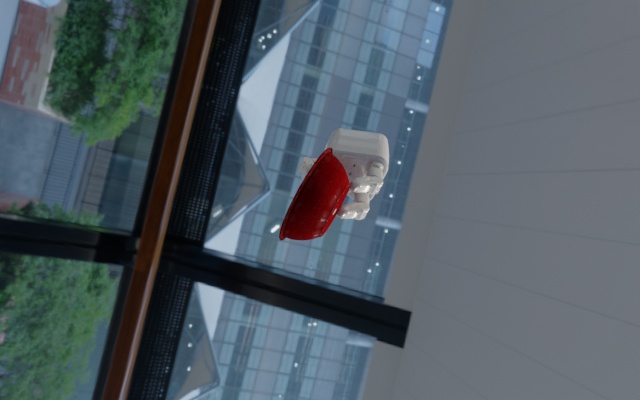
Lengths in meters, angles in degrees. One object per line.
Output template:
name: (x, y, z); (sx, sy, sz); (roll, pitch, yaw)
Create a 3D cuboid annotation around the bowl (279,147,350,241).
bowl: (0.000, 0.003, 0.729); (0.055, 0.162, 0.162); (29, 4, 7)
